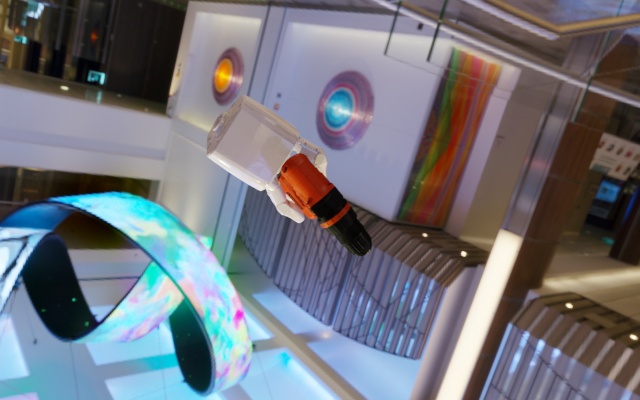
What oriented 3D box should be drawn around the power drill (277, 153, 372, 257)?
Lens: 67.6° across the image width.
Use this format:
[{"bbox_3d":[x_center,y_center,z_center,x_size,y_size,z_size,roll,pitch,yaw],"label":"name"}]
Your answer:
[{"bbox_3d":[0.000,0.002,0.767,0.057,0.184,0.187,-39,12,-7],"label":"power drill"}]
